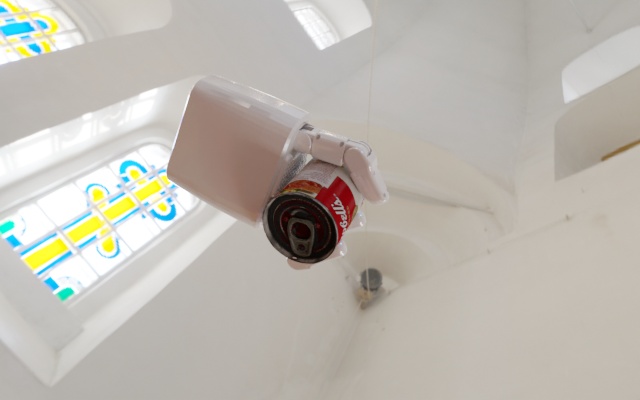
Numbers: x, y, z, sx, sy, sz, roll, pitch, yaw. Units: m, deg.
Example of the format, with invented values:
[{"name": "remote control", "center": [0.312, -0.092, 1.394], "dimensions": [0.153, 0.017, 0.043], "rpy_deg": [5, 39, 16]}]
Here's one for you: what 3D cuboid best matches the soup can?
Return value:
[{"name": "soup can", "center": [0.001, 0.001, 0.434], "dimensions": [0.068, 0.068, 0.102], "rpy_deg": [0, 27, 24]}]
